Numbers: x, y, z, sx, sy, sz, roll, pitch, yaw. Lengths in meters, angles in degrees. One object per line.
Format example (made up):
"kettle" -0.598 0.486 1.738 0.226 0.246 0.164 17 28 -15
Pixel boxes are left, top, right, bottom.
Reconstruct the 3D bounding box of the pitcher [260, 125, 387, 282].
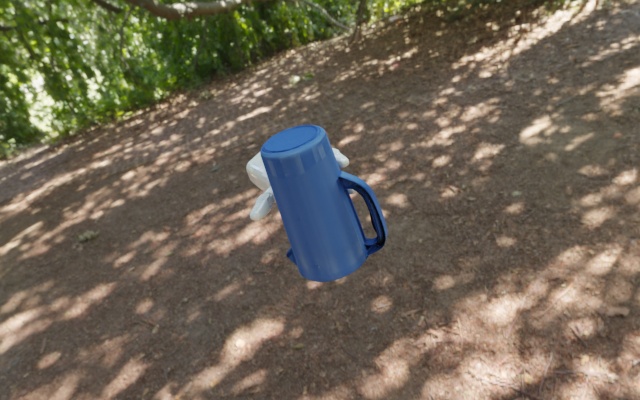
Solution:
"pitcher" 0.000 0.003 0.788 0.149 0.243 0.145 -30 30 -19
